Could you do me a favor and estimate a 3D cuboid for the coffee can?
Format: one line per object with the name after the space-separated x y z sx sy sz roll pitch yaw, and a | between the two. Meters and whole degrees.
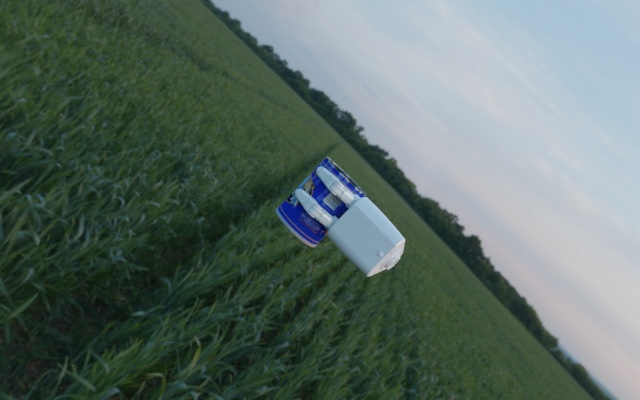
0.000 0.003 0.895 0.103 0.140 0.103 43 7 -7 | coffee can
